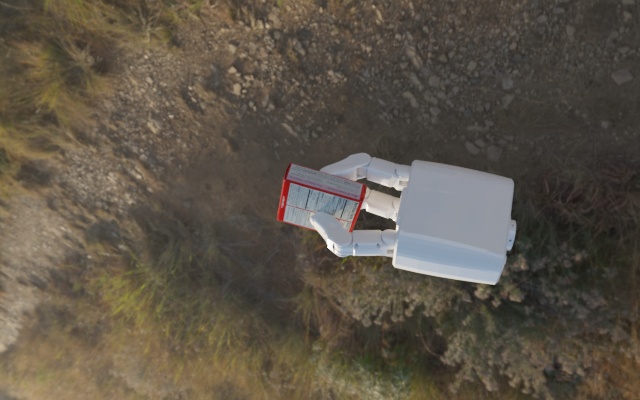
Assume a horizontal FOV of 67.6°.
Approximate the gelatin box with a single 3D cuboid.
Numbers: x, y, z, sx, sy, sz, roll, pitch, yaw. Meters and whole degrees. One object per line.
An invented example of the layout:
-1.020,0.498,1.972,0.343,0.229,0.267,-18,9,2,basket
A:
0.000,0.002,0.533,0.089,0.030,0.073,15,-39,0,gelatin box
